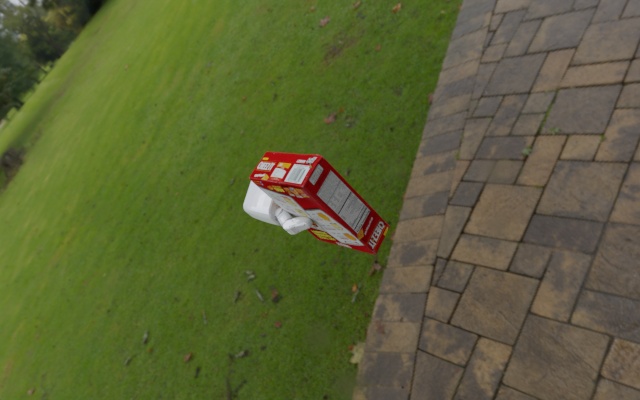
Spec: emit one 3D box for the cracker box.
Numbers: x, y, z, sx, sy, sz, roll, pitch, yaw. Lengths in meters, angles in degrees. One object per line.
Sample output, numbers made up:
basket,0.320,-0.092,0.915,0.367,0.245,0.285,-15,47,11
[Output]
cracker box,0.000,0.003,0.856,0.164,0.072,0.214,10,-27,50
